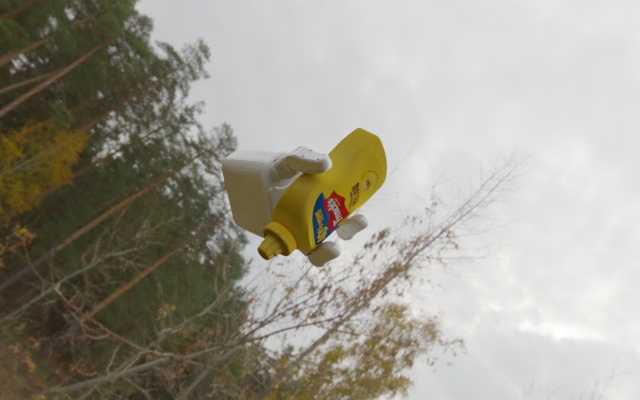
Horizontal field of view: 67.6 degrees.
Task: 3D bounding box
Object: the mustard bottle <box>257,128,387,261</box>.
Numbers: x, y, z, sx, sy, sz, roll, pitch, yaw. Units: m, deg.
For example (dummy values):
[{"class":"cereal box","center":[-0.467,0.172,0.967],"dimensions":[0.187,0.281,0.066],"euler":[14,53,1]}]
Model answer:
[{"class":"mustard bottle","center":[0.001,0.002,0.557],"dimensions":[0.058,0.096,0.191],"euler":[32,58,28]}]
